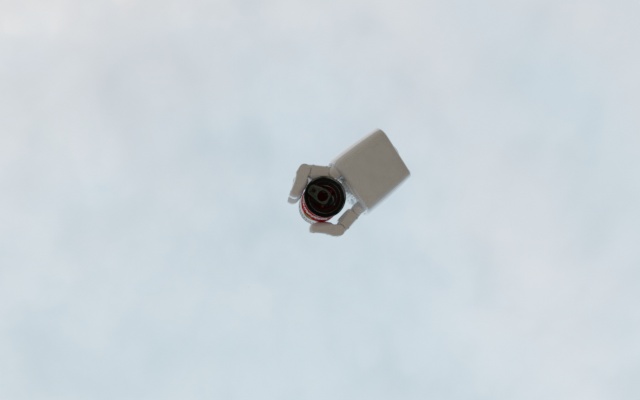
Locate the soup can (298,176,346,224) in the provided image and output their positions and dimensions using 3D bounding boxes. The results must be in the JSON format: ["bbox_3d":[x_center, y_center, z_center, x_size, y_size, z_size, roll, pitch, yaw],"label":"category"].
[{"bbox_3d":[0.000,0.003,0.801,0.068,0.068,0.102,0,-10,-8],"label":"soup can"}]
